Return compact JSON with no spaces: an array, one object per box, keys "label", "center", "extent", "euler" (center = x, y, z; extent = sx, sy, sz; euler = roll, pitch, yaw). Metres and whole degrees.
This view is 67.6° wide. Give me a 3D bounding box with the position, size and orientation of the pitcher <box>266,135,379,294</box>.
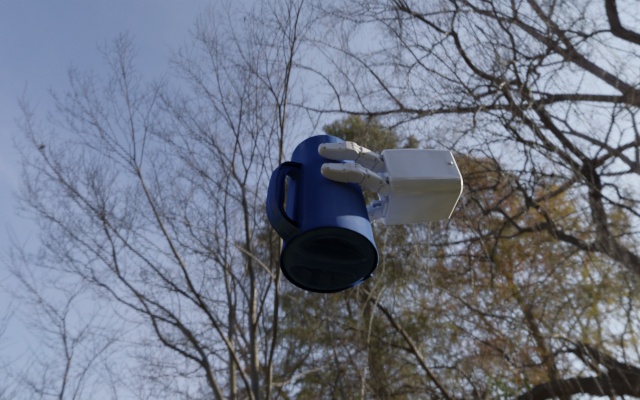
[{"label":"pitcher","center":[0.000,0.002,0.718],"extent":[0.145,0.149,0.242],"euler":[-3,41,0]}]
